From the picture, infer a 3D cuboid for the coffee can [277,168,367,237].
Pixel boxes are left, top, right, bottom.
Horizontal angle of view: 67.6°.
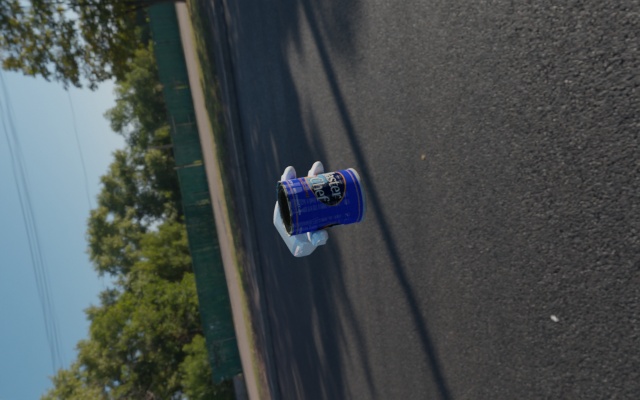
[{"bbox_3d":[0.000,0.003,0.874,0.140,0.103,0.103,-11,3,-16],"label":"coffee can"}]
